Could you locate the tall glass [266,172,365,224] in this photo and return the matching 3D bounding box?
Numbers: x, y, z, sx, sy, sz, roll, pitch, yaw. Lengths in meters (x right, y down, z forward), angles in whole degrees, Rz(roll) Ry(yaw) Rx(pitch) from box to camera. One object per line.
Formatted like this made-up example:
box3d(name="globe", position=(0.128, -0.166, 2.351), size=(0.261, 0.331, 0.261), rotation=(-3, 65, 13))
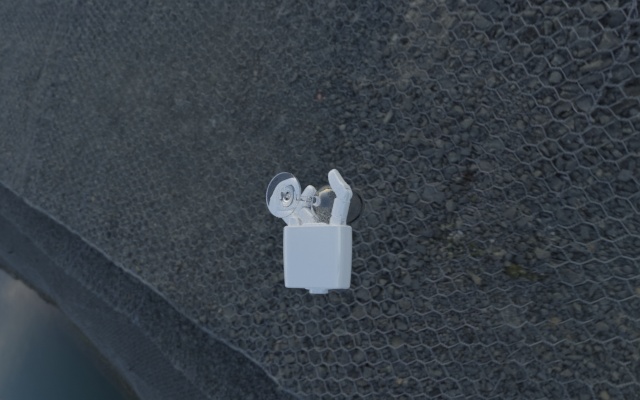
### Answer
box3d(name="tall glass", position=(0.000, 0.003, 0.845), size=(0.079, 0.079, 0.201), rotation=(0, -6, 38))
